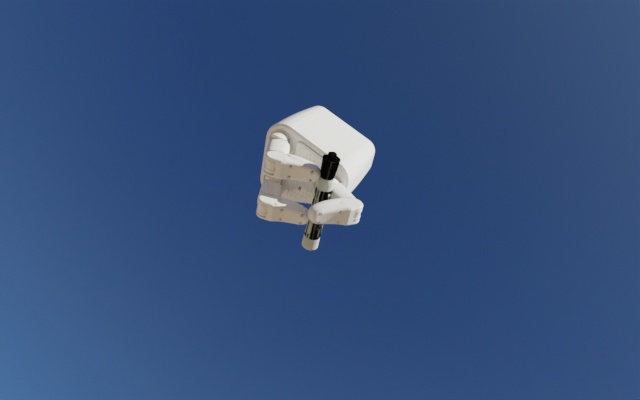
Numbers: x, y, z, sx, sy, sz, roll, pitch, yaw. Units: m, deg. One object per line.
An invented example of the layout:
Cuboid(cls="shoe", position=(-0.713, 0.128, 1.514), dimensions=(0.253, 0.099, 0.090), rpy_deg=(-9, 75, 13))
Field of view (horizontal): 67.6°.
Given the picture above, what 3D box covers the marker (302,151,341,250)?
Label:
Cuboid(cls="marker", position=(0.000, 0.002, 0.519), dimensions=(0.020, 0.121, 0.020), rpy_deg=(10, 31, -6))
